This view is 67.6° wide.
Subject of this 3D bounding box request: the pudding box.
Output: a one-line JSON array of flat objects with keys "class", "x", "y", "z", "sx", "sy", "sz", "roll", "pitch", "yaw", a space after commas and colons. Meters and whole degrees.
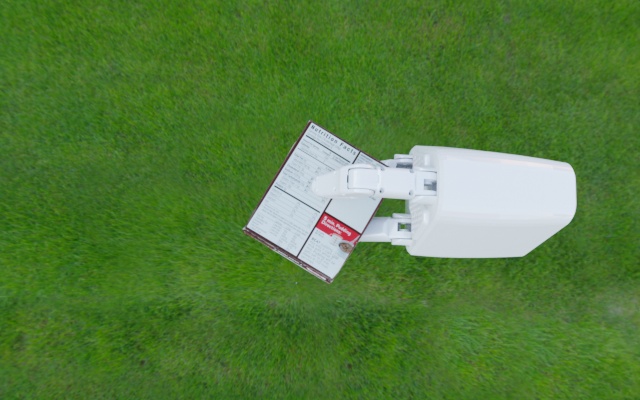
[{"class": "pudding box", "x": 0.000, "y": 0.001, "z": 0.411, "sx": 0.090, "sy": 0.113, "sz": 0.039, "roll": 31, "pitch": -10, "yaw": 2}]
